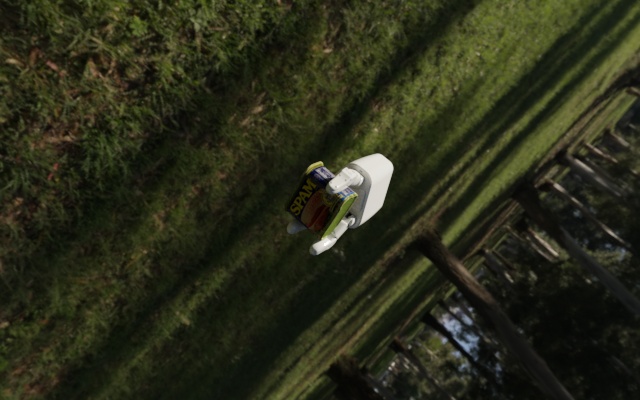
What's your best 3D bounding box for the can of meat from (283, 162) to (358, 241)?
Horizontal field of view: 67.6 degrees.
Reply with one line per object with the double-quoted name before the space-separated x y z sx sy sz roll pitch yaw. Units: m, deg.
"can of meat" 0.000 0.003 0.786 0.084 0.102 0.057 40 29 14
